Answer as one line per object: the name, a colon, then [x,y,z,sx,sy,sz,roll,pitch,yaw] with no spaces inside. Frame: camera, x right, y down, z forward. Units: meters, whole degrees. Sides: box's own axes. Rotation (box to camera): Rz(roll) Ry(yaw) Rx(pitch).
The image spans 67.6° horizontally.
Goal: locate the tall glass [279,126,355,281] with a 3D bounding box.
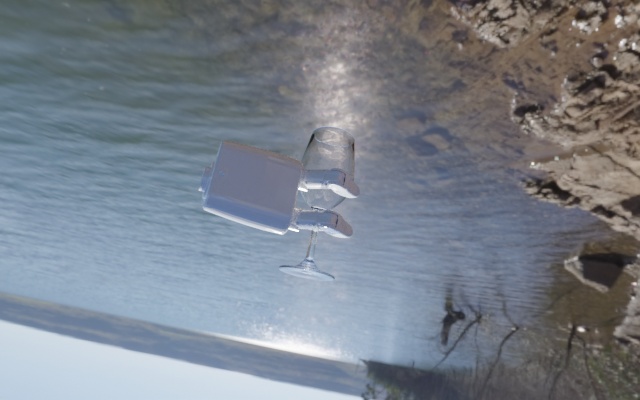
tall glass: [0.000,0.003,0.647,0.079,0.201,0.079,10,-18,3]
